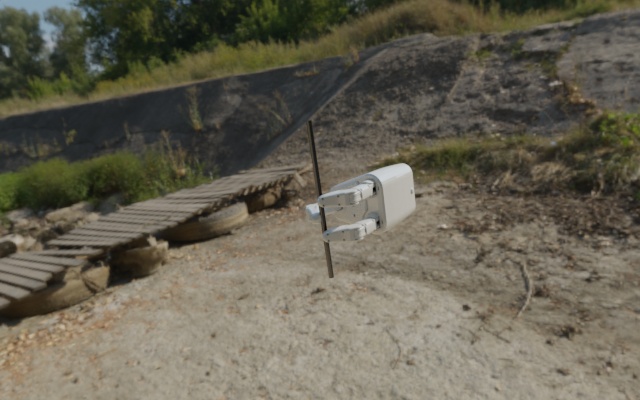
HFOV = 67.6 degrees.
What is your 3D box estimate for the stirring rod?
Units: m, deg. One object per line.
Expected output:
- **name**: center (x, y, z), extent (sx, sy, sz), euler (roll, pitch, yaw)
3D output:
- **stirring rod**: center (0.000, 0.002, 0.709), extent (0.011, 0.239, 0.011), euler (-8, 13, 2)
